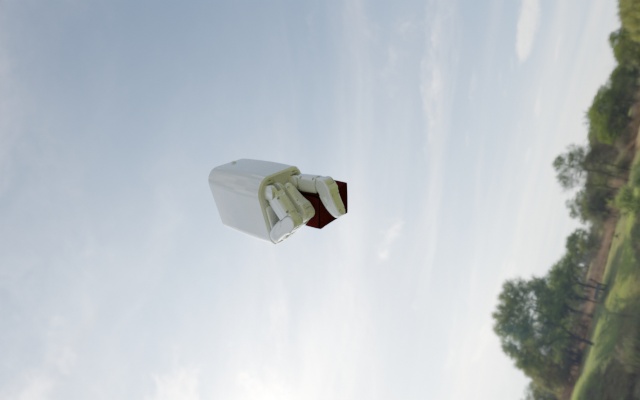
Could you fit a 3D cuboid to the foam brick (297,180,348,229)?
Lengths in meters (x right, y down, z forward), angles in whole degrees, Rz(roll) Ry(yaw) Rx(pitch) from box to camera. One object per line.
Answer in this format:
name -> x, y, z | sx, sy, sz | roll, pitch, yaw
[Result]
foam brick -> 0.000, 0.002, 0.719 | 0.051, 0.053, 0.078 | 13, 24, 32
